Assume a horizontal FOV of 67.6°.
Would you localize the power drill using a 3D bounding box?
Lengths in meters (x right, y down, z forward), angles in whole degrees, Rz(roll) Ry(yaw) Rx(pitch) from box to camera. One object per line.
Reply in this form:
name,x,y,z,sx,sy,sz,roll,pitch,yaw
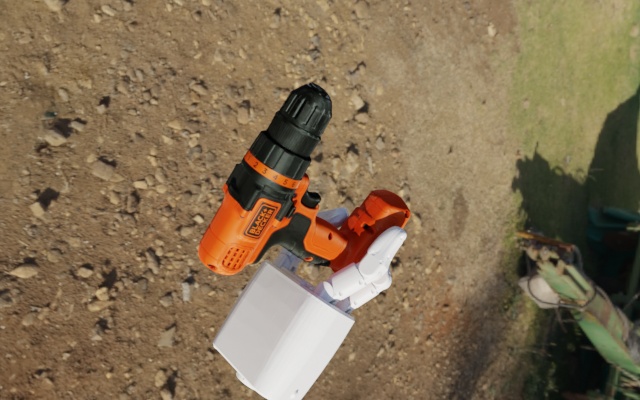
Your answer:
power drill,0.000,0.002,0.454,0.188,0.184,0.057,22,19,-39
